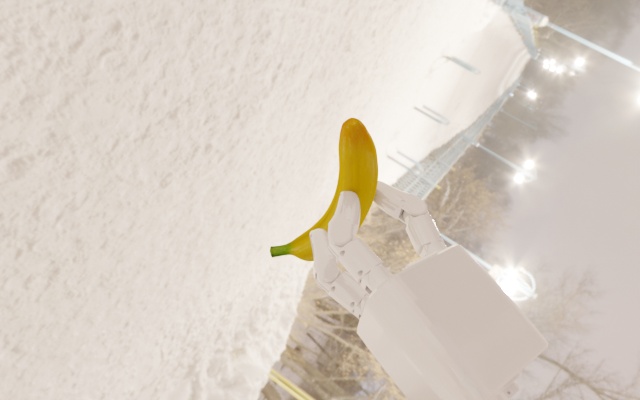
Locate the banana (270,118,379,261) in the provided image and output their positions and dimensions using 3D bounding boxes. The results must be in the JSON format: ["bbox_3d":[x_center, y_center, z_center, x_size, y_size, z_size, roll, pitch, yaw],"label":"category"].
[{"bbox_3d":[0.015,0.006,0.462,0.069,0.037,0.198,6,-45,-27],"label":"banana"}]
